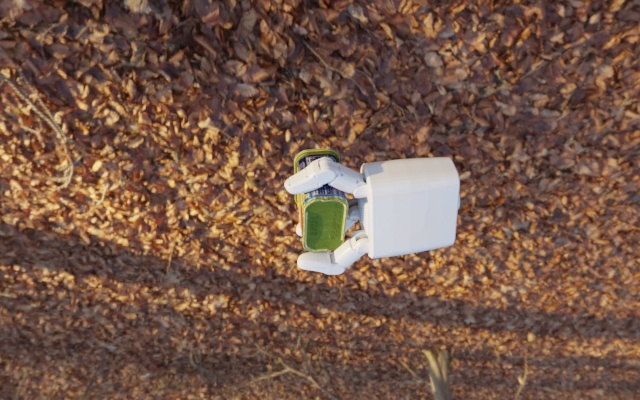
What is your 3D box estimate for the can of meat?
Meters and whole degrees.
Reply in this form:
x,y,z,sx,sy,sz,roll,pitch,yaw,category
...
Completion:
x,y,z,sx,sy,sz,roll,pitch,yaw,category
0.000,0.002,0.587,0.057,0.083,0.102,-4,-43,-7,can of meat
